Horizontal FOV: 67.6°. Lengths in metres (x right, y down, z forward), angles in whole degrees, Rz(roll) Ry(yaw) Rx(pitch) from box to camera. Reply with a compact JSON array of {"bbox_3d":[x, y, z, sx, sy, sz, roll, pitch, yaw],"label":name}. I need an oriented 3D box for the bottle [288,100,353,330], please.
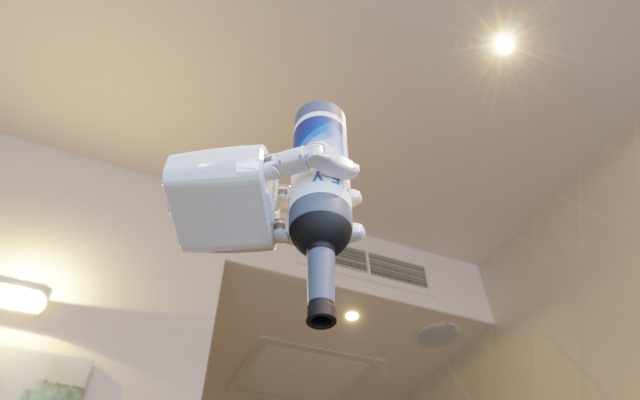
[{"bbox_3d":[0.000,0.001,0.517,0.069,0.295,0.069,0,-45,0],"label":"bottle"}]
